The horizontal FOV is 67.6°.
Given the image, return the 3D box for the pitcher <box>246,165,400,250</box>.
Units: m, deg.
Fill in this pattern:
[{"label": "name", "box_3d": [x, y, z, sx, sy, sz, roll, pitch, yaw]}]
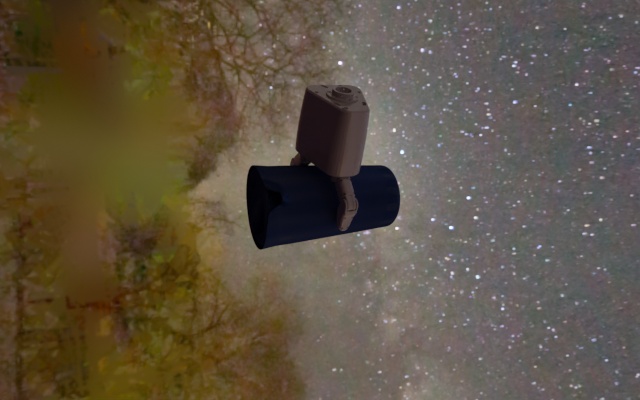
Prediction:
[{"label": "pitcher", "box_3d": [0.000, 0.002, 0.801, 0.243, 0.145, 0.149, -5, 36, -21]}]
